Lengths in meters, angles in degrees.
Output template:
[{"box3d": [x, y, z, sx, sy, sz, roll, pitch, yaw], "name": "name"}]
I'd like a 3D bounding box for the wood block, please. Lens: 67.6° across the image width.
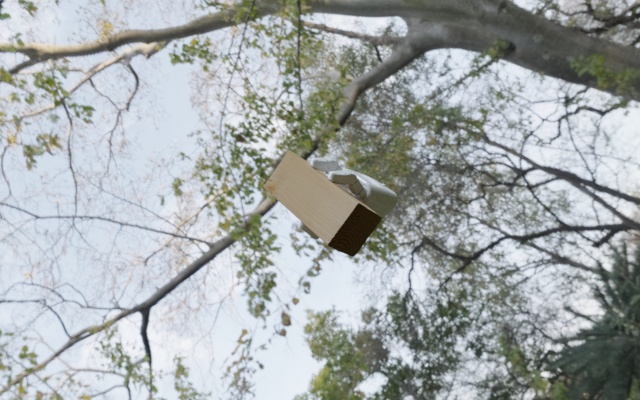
[{"box3d": [0.000, 0.003, 0.885, 0.206, 0.091, 0.090, 39, 6, 40], "name": "wood block"}]
